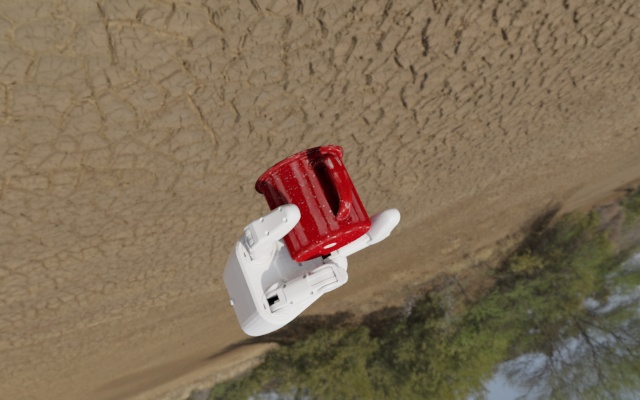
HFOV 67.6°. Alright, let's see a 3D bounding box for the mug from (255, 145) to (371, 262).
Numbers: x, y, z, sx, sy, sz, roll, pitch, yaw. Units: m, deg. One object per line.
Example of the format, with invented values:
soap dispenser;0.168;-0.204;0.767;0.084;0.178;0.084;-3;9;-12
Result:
mug;0.001;0.001;0.438;0.093;0.081;0.117;-17;-16;-27
